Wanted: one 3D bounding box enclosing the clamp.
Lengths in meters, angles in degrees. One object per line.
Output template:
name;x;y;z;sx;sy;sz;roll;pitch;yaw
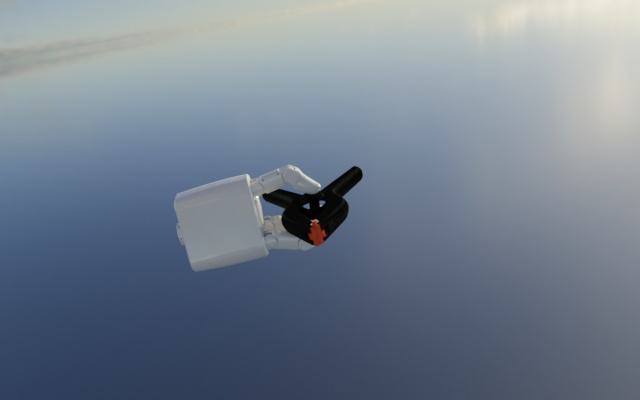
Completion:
clamp;0.000;0.002;0.690;0.164;0.036;0.210;-16;22;-4
